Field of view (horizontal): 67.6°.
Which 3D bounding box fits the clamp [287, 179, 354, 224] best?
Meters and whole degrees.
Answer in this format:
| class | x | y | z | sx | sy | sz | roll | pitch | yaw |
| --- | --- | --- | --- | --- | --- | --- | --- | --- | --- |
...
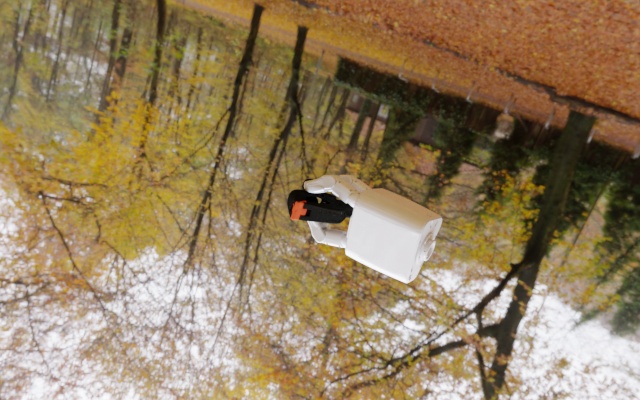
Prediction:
| class | x | y | z | sx | sy | sz | roll | pitch | yaw |
| --- | --- | --- | --- | --- | --- | --- | --- | --- | --- |
| clamp | 0.000 | 0.003 | 0.764 | 0.164 | 0.036 | 0.210 | 23 | 14 | 27 |
